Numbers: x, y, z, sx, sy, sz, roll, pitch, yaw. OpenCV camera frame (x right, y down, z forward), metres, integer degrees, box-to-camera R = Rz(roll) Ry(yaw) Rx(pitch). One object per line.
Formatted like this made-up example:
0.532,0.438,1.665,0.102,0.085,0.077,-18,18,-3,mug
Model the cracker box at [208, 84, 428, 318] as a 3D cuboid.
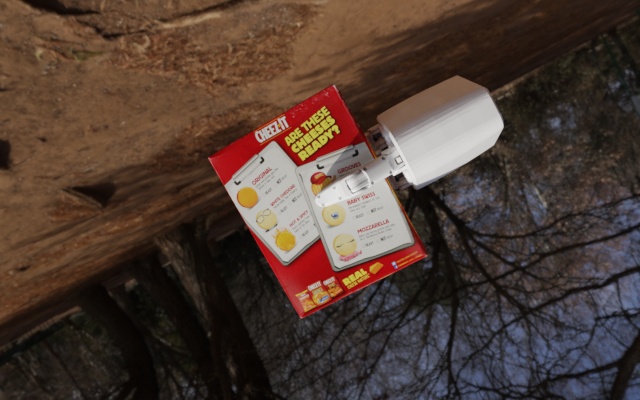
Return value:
0.000,0.002,0.555,0.164,0.214,0.072,-29,5,9,cracker box
